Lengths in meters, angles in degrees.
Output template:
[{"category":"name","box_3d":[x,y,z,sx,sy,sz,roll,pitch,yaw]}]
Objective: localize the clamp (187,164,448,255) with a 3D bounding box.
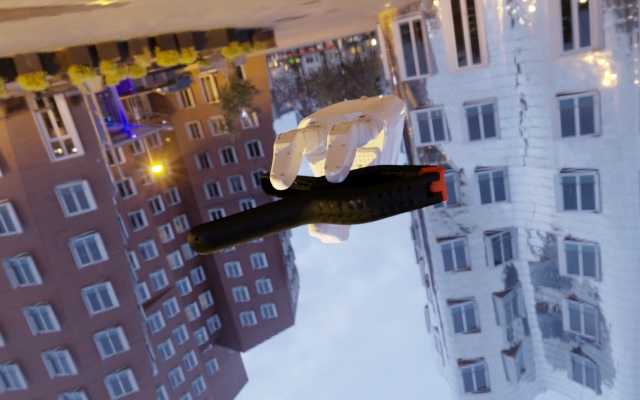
[{"category":"clamp","box_3d":[0.001,0.002,0.418,0.210,0.036,0.164,-4,20,26]}]
